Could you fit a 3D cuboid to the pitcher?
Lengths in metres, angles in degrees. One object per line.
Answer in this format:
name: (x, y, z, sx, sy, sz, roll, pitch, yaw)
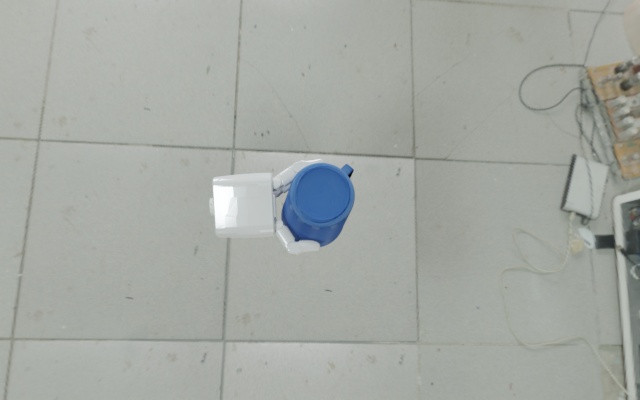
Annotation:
pitcher: (0.000, 0.003, 0.884, 0.145, 0.149, 0.243, -3, -10, -6)
